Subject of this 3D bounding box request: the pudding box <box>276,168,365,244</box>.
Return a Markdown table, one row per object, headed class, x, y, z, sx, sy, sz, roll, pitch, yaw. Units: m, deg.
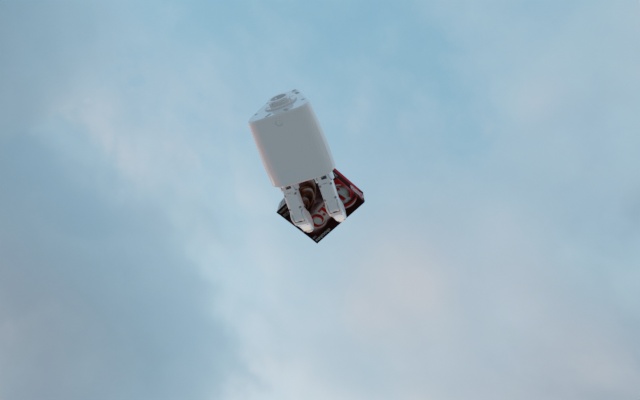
| class | x | y | z | sx | sy | sz | roll | pitch | yaw |
| --- | --- | --- | --- | --- | --- | --- | --- | --- | --- |
| pudding box | 0.000 | 0.002 | 0.759 | 0.090 | 0.113 | 0.039 | 39 | 25 | -19 |
